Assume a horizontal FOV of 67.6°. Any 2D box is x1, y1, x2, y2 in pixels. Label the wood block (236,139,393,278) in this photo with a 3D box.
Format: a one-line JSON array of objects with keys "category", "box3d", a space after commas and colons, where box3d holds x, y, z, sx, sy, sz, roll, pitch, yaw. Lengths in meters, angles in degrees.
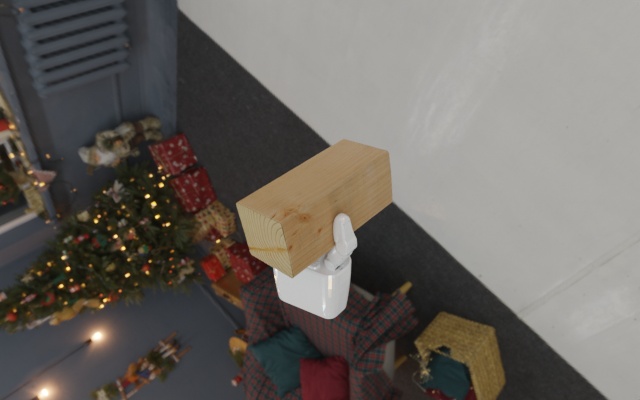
[{"category": "wood block", "box3d": [0.000, 0.003, 0.661, 0.091, 0.090, 0.206, 22, 45, 40]}]
